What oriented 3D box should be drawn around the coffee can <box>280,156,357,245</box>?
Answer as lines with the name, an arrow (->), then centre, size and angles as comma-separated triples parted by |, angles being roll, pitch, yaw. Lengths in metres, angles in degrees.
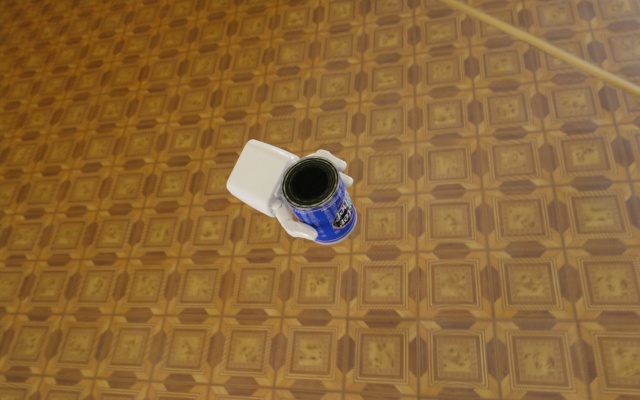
coffee can -> 0.000, 0.003, 0.837 | 0.103, 0.102, 0.140 | 0, -29, 17
